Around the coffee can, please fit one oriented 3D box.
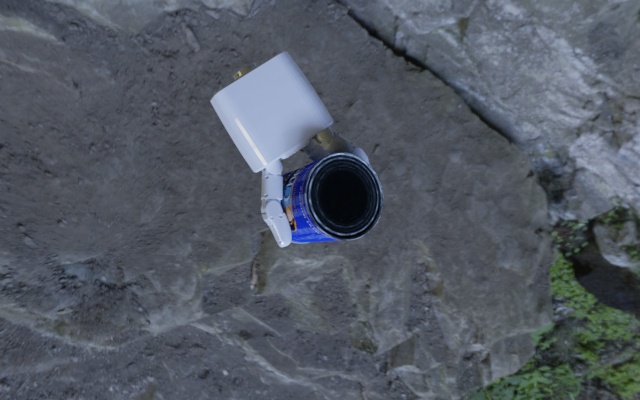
[{"bbox_3d":[0.000,0.002,0.609,0.103,0.103,0.140,0,-6,-25],"label":"coffee can"}]
